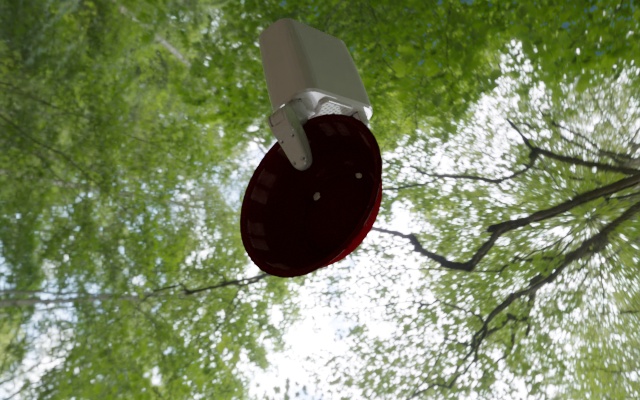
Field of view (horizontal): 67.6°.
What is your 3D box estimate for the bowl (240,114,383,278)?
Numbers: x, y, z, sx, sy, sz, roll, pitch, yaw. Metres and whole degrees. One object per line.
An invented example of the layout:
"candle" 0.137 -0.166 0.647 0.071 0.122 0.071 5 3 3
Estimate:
"bowl" 0.000 0.003 0.451 0.162 0.162 0.055 0 -23 40
